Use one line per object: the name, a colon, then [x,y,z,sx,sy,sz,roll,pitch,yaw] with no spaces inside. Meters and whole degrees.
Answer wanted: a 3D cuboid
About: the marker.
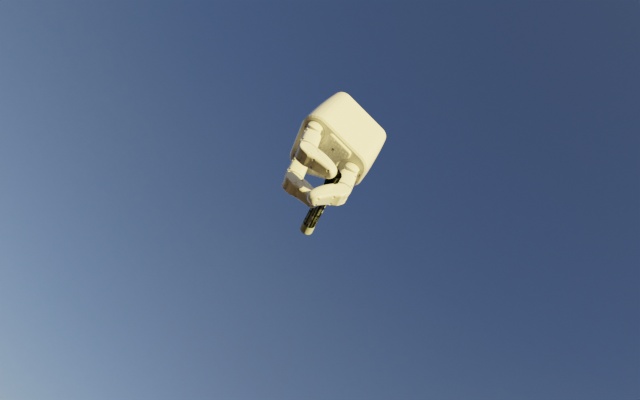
marker: [0.000,0.002,0.651,0.020,0.020,0.121,0,-42,-28]
